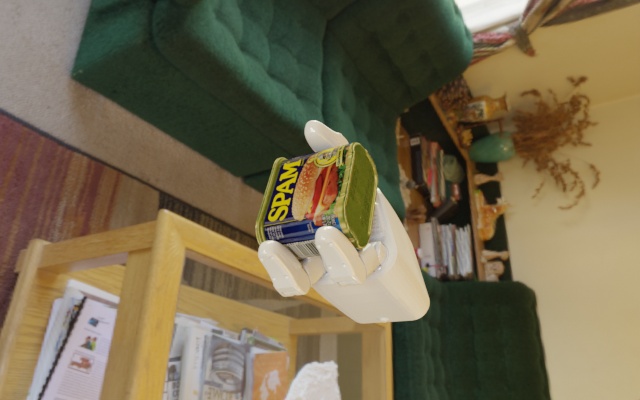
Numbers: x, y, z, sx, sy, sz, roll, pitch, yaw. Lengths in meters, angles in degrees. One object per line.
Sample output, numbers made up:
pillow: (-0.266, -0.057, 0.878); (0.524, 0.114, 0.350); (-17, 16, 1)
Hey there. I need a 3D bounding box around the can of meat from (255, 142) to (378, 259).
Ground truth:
can of meat: (0.000, 0.001, 0.423); (0.084, 0.102, 0.057); (-11, -43, 28)
